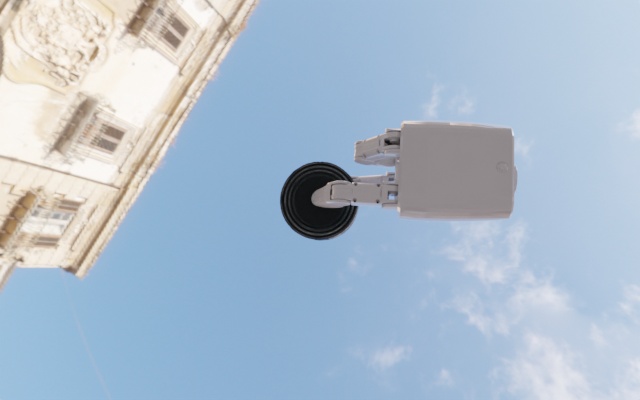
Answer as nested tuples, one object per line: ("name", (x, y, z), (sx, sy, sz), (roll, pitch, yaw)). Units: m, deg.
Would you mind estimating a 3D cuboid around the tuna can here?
("tuna can", (0.000, 0.002, 0.532), (0.086, 0.086, 0.034), (0, -7, 7))
